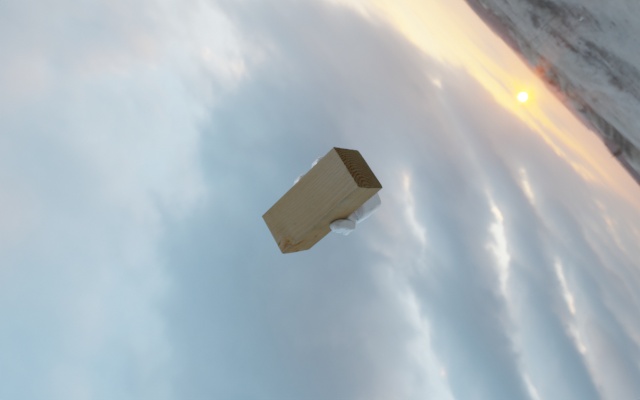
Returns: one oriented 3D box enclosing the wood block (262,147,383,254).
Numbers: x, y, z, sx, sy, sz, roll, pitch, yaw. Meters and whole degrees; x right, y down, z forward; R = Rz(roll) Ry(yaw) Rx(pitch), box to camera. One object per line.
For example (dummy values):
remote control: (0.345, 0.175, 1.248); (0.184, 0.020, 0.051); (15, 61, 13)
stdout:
wood block: (0.000, 0.003, 0.889); (0.206, 0.090, 0.090); (-42, -22, 28)
